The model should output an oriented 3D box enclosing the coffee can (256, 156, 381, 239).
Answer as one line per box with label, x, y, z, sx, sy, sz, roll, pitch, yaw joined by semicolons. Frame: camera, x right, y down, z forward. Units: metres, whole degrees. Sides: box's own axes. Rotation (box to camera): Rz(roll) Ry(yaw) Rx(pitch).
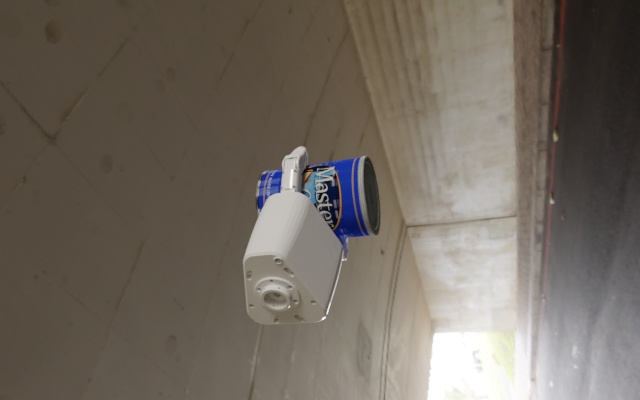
coffee can;0.000;0.002;0.628;0.140;0.103;0.103;-7;-2;17
